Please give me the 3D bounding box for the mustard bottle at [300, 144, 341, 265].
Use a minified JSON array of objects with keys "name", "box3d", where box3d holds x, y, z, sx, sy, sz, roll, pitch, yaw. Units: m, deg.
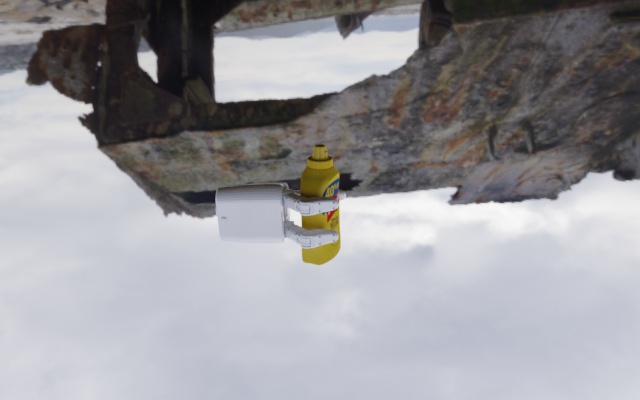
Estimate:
[{"name":"mustard bottle","box3d":[0.000,0.003,0.786,0.058,0.192,0.096,8,23,24]}]
